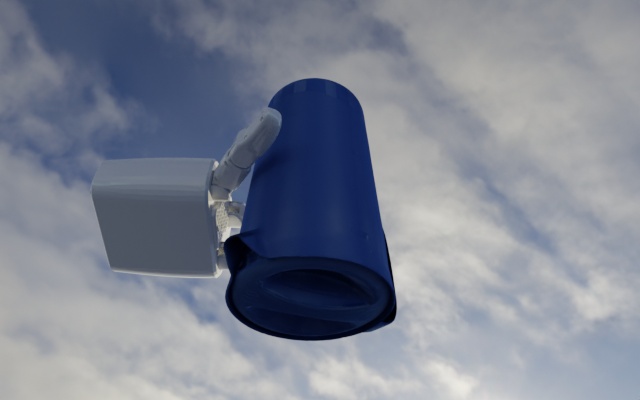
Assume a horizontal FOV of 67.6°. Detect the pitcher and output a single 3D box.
[{"bbox_3d":[0.000,0.001,0.455,0.145,0.242,0.149,0,-41,1],"label":"pitcher"}]
